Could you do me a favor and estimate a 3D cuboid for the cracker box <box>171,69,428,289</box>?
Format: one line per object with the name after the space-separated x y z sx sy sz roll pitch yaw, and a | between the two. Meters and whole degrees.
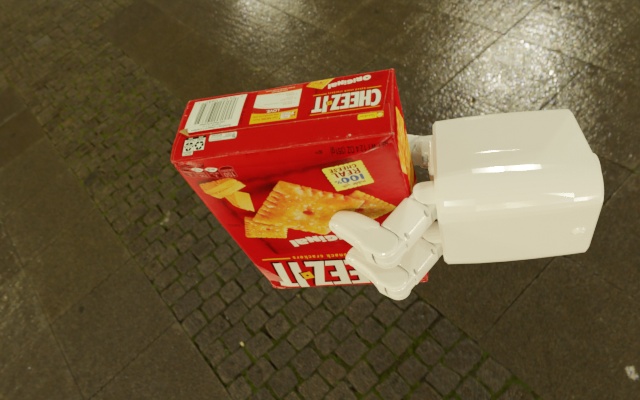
0.000 0.001 0.411 0.164 0.072 0.214 -5 -37 16 | cracker box
